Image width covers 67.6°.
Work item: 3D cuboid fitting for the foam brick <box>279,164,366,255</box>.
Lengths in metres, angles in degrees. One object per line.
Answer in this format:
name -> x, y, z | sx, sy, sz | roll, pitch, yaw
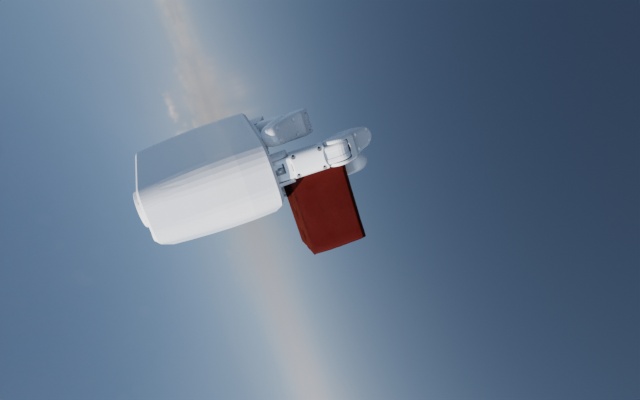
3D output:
foam brick -> 0.000, 0.002, 0.441 | 0.051, 0.078, 0.053 | -21, 16, -12
